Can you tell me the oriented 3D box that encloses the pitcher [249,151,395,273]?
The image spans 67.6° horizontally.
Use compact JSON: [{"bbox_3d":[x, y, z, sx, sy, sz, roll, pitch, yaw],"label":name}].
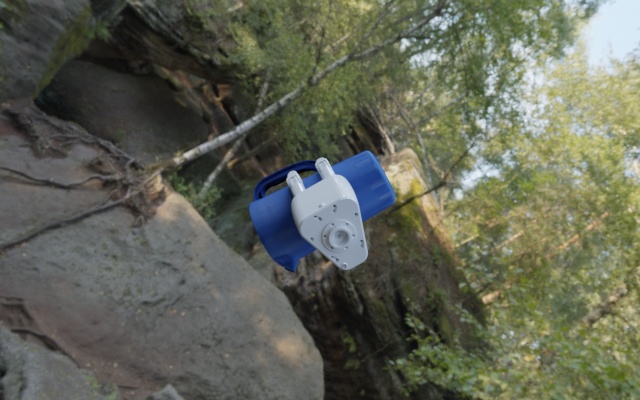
[{"bbox_3d":[0.000,0.003,0.855,0.243,0.149,0.145,-28,18,3],"label":"pitcher"}]
